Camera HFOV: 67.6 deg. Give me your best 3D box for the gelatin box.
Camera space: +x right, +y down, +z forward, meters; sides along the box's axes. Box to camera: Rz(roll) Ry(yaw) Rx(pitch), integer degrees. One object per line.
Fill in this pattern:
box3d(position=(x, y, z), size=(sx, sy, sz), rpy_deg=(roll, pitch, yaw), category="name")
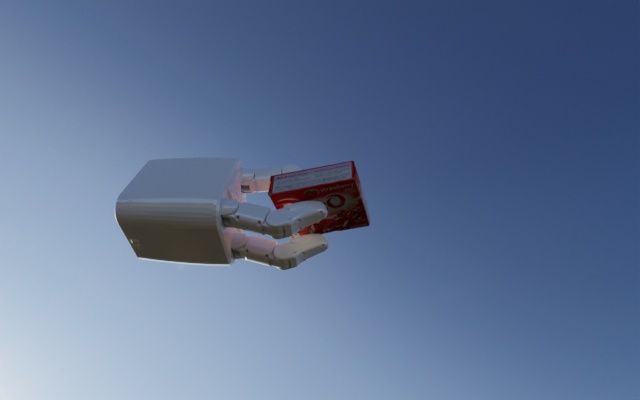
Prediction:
box3d(position=(0.000, 0.001, 0.489), size=(0.089, 0.030, 0.073), rpy_deg=(-10, -44, 12), category="gelatin box")
